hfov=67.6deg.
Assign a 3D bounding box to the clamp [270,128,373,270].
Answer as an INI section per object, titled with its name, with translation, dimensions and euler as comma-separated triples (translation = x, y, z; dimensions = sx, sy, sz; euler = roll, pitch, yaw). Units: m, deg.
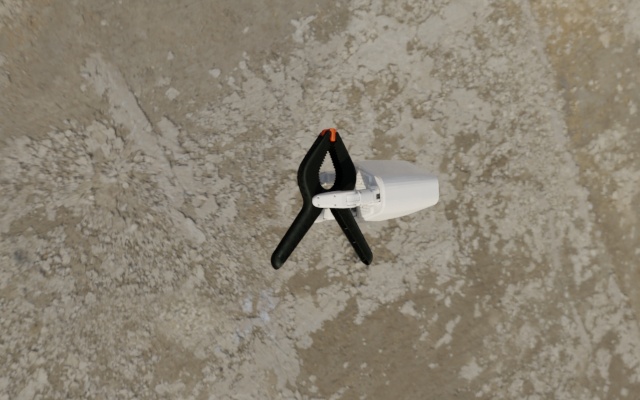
[clamp]
translation = 0.001, 0.002, 0.689
dimensions = 0.164, 0.210, 0.036
euler = -6, 6, -29
